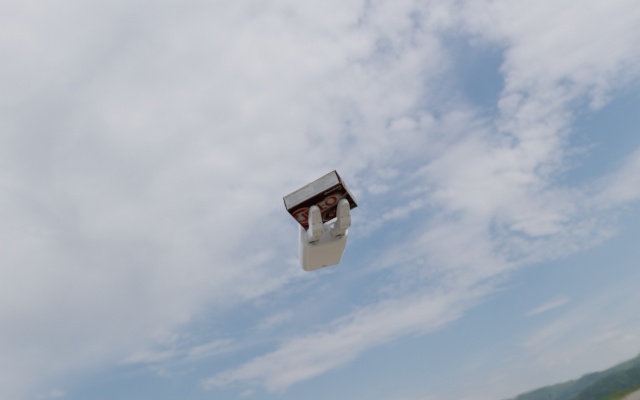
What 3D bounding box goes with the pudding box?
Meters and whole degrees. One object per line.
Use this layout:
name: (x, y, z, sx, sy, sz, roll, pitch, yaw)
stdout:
pudding box: (0.000, 0.003, 0.880, 0.113, 0.039, 0.090, -29, -36, 8)
